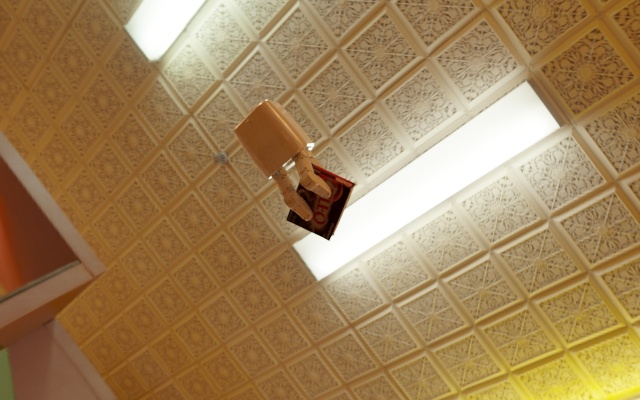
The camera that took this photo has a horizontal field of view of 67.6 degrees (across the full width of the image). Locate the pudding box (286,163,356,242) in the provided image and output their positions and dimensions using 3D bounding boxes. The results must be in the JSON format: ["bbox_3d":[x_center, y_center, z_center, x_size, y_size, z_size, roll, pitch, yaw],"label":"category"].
[{"bbox_3d":[0.000,0.003,0.846,0.090,0.113,0.039,26,26,11],"label":"pudding box"}]
